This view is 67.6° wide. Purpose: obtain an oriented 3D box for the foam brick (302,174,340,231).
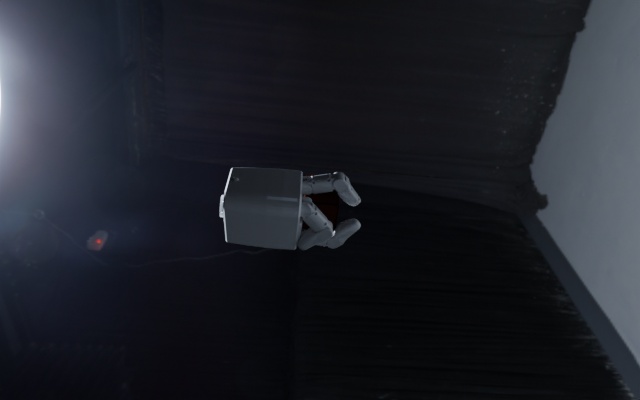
[{"bbox_3d":[0.000,0.002,0.735,0.051,0.053,0.078,4,34,-3],"label":"foam brick"}]
